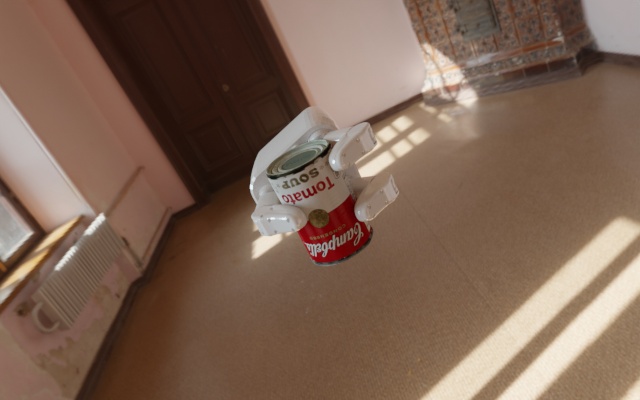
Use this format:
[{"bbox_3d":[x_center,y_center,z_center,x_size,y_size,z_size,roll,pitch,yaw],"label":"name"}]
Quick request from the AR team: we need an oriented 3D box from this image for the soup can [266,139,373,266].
[{"bbox_3d":[0.000,0.001,0.453,0.068,0.102,0.068,-23,22,10],"label":"soup can"}]
